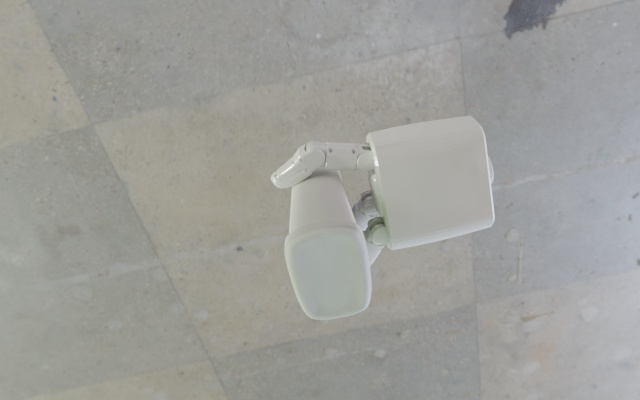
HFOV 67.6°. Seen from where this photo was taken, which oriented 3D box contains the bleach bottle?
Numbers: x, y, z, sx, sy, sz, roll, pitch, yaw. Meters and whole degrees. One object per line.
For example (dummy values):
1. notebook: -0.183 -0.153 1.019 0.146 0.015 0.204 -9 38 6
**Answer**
1. bleach bottle: 0.000 0.002 0.502 0.068 0.103 0.250 -10 31 2
